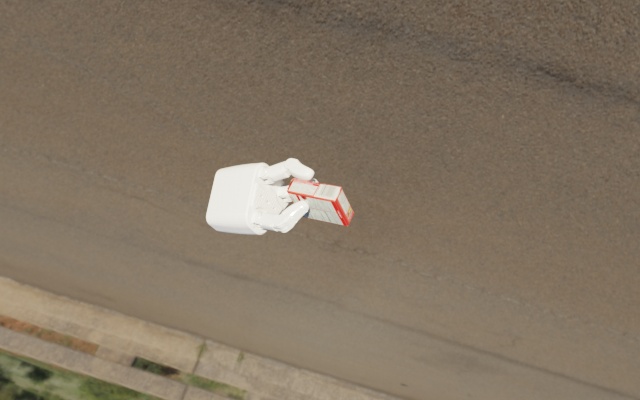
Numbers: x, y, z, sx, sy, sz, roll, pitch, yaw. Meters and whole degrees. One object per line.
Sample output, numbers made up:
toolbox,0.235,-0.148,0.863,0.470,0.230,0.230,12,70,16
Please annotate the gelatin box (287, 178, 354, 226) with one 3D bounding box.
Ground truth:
gelatin box,0.000,0.003,0.747,0.089,0.030,0.073,11,-29,28
